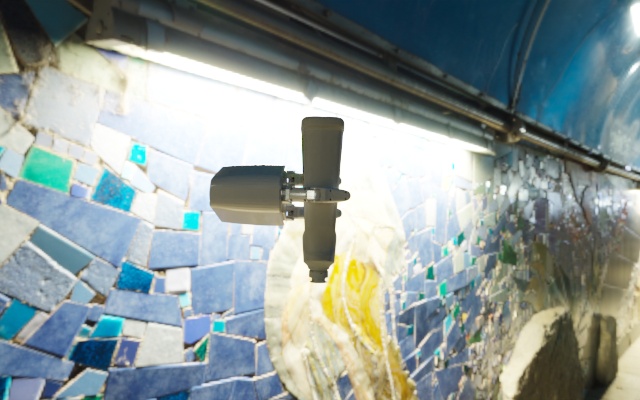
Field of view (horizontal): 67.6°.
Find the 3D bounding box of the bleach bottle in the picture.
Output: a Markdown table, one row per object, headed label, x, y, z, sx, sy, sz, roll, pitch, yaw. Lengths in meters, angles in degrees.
| label | x | y | z | sx | sy | sz | roll | pitch | yaw |
| --- | --- | --- | --- | --- | --- | --- | --- | --- | --- |
| bleach bottle | 0.000 | 0.002 | 0.741 | 0.068 | 0.251 | 0.102 | 1 | -1 | -1 |
